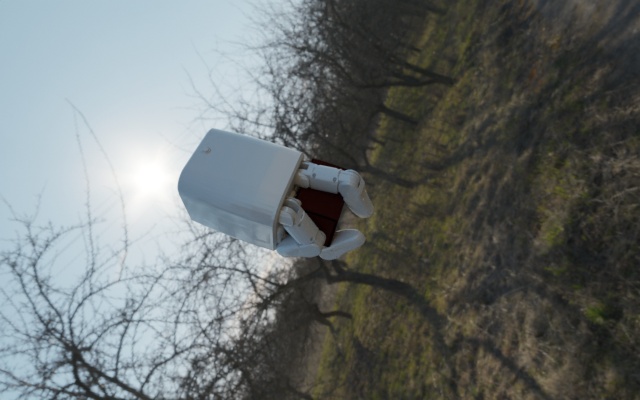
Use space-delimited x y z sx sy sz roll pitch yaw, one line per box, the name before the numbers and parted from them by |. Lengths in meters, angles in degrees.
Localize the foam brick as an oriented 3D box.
foam brick | 0.000 0.002 0.533 0.051 0.078 0.053 18 -40 3
